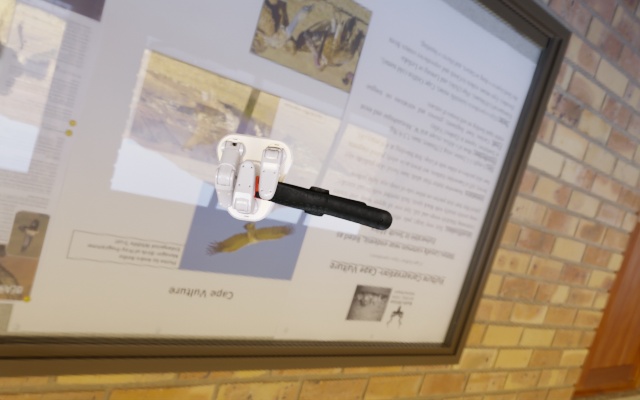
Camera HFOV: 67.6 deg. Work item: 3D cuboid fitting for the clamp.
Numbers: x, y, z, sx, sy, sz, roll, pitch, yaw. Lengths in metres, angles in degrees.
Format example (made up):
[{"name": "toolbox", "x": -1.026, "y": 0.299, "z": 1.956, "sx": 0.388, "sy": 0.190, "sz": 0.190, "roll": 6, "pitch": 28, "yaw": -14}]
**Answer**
[{"name": "clamp", "x": 0.000, "y": 0.003, "z": 0.612, "sx": 0.171, "sy": 0.039, "sz": 0.120, "roll": 17, "pitch": -3, "yaw": -3}]
